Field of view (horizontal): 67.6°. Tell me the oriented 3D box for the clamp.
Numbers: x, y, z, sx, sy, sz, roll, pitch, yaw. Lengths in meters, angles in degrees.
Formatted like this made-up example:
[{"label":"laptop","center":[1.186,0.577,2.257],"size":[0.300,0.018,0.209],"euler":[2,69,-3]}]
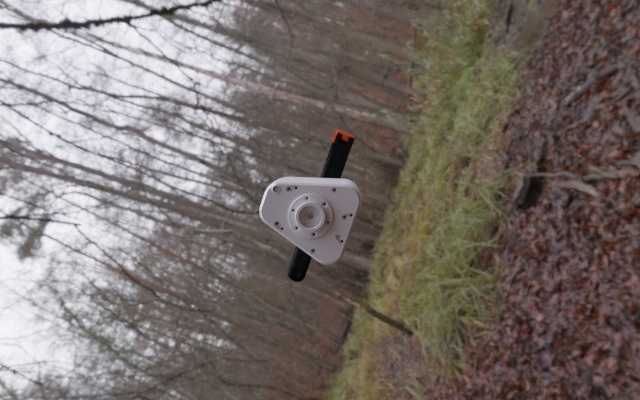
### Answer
[{"label":"clamp","center":[0.000,0.002,0.696],"size":[0.036,0.210,0.164],"euler":[19,4,-2]}]
